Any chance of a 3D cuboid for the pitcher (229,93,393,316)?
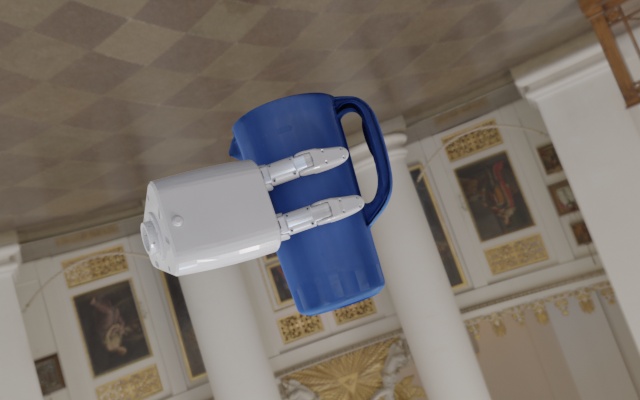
[{"bbox_3d":[0.000,0.002,0.567,0.145,0.243,0.149,-14,-8,-31],"label":"pitcher"}]
